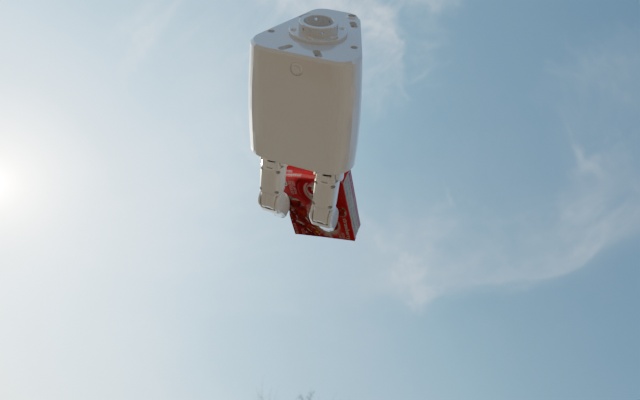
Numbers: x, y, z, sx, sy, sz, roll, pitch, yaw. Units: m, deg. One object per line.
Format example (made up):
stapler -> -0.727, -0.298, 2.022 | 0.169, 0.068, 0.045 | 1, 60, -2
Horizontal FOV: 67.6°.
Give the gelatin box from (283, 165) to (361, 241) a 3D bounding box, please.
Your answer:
gelatin box -> 0.000, 0.002, 0.516 | 0.073, 0.089, 0.030 | 5, 44, 21
